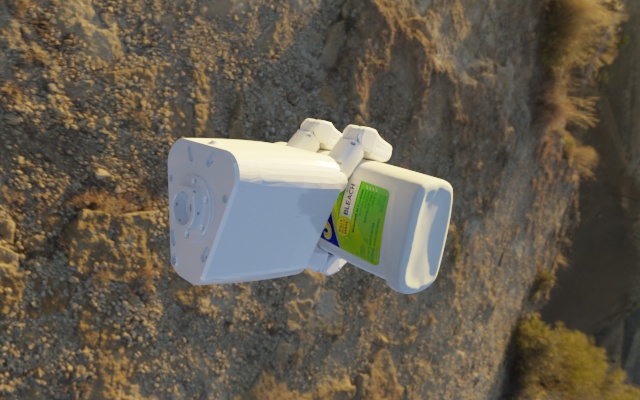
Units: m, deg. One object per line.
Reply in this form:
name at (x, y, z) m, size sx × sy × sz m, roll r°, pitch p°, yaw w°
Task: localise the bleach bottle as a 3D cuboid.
bleach bottle at (0.000, 0.001, 0.475) m, size 0.251 × 0.102 × 0.068 m, roll 17°, pitch 11°, yaw 41°
